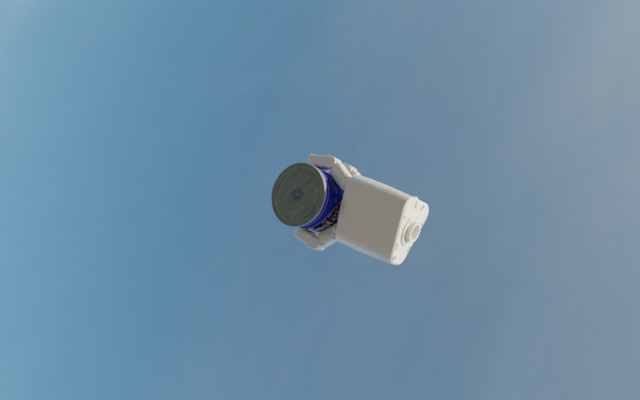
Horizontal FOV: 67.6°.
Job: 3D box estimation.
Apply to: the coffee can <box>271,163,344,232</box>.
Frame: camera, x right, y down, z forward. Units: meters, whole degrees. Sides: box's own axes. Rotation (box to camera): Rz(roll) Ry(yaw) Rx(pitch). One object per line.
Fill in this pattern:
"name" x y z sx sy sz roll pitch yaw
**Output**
"coffee can" 0.000 0.003 0.805 0.103 0.103 0.140 0 -10 33
